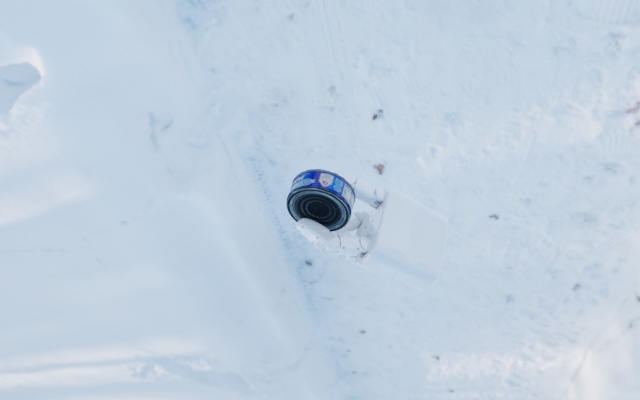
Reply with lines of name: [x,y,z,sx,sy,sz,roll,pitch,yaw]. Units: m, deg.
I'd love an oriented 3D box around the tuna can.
tuna can: [0.000,0.002,0.611,0.086,0.033,0.086,10,-41,9]
